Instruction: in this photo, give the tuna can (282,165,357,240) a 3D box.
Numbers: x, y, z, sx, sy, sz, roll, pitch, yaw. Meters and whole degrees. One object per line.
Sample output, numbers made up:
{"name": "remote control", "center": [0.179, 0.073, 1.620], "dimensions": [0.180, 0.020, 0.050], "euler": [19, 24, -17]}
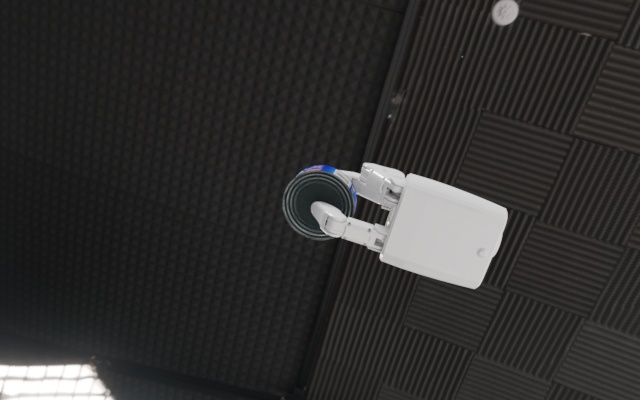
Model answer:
{"name": "tuna can", "center": [0.000, 0.002, 0.570], "dimensions": [0.086, 0.086, 0.033], "euler": [0, 18, 11]}
